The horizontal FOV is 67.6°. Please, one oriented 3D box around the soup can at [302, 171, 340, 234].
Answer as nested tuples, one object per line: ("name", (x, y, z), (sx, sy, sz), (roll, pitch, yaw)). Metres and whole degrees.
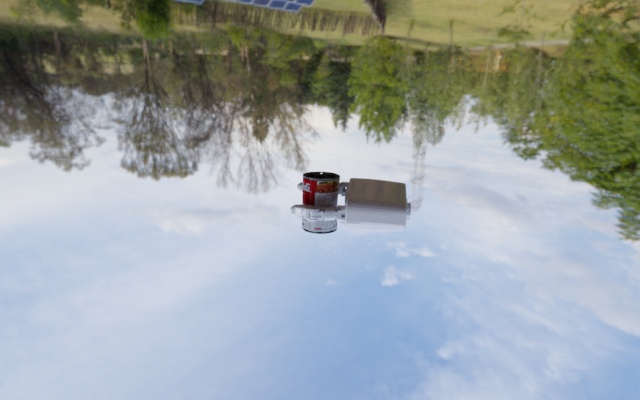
("soup can", (0.000, 0.003, 0.874), (0.068, 0.102, 0.068), (2, 15, 0))
